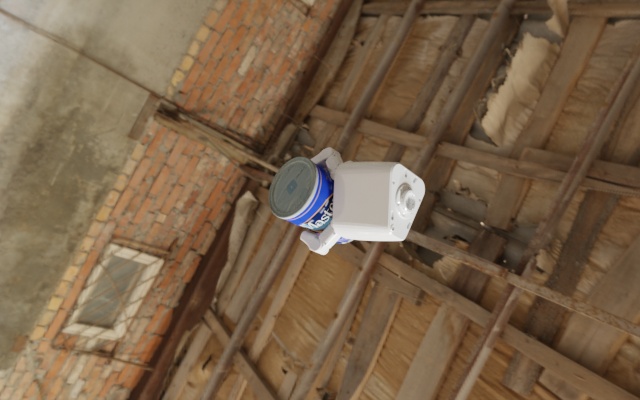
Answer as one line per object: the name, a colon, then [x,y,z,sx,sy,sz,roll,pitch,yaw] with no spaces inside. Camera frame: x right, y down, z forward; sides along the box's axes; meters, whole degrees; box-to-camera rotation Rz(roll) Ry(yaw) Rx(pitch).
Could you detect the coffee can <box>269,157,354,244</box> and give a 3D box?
coffee can: [0.000,0.003,0.785,0.103,0.102,0.140,0,-20,44]
